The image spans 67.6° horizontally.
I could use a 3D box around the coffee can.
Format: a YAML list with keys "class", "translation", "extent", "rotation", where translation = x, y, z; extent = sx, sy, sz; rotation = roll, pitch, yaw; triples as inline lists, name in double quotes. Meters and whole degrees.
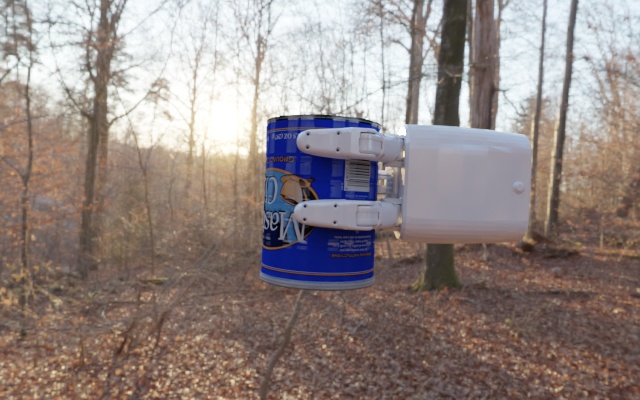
- class: "coffee can"
  translation: [0.000, 0.002, 0.427]
  extent: [0.103, 0.140, 0.103]
  rotation: [3, 1, 0]
